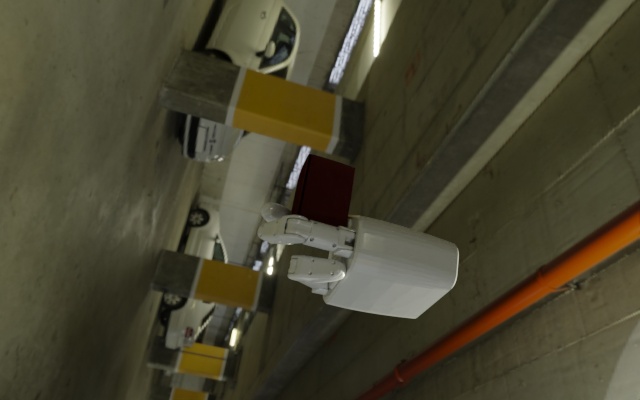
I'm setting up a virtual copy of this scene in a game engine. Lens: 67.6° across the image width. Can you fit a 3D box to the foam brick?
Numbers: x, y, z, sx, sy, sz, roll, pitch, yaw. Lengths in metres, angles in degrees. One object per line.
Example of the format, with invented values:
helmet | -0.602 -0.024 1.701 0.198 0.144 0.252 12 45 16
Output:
foam brick | 0.000 0.001 0.497 0.051 0.078 0.053 14 -20 -9
